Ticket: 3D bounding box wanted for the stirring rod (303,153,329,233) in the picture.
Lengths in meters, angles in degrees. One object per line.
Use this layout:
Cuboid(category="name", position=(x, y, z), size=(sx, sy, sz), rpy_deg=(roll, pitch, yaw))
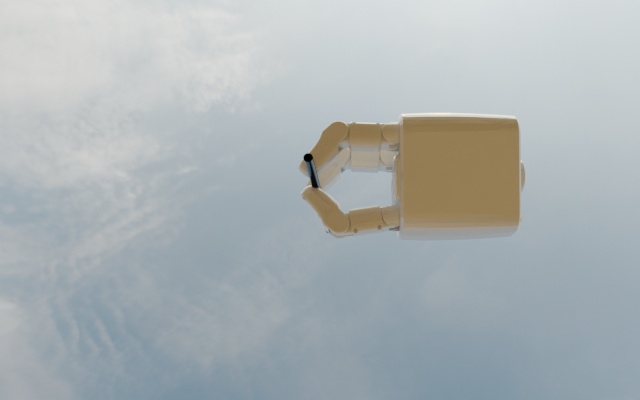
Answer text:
Cuboid(category="stirring rod", position=(0.000, 0.002, 0.508), size=(0.011, 0.011, 0.240), rpy_deg=(0, -18, 5))
